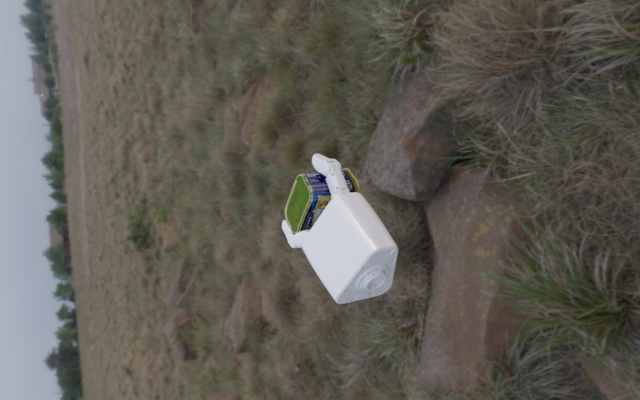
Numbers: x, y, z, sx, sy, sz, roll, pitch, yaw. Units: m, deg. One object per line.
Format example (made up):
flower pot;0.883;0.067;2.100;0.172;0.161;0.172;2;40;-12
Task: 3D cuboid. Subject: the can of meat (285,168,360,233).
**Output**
can of meat;0.000;0.002;0.729;0.084;0.057;0.102;-7;-42;-30
